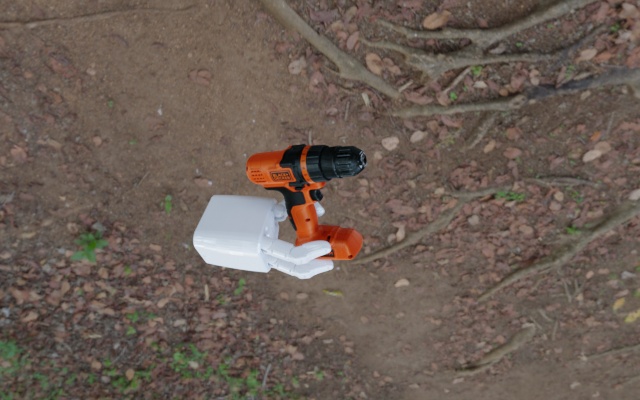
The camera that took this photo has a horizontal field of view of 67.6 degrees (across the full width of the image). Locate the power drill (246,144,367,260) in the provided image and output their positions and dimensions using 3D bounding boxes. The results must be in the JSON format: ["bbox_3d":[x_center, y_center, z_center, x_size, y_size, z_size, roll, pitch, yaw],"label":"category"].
[{"bbox_3d":[0.000,0.003,0.697,0.184,0.188,0.057,-1,37,31],"label":"power drill"}]
